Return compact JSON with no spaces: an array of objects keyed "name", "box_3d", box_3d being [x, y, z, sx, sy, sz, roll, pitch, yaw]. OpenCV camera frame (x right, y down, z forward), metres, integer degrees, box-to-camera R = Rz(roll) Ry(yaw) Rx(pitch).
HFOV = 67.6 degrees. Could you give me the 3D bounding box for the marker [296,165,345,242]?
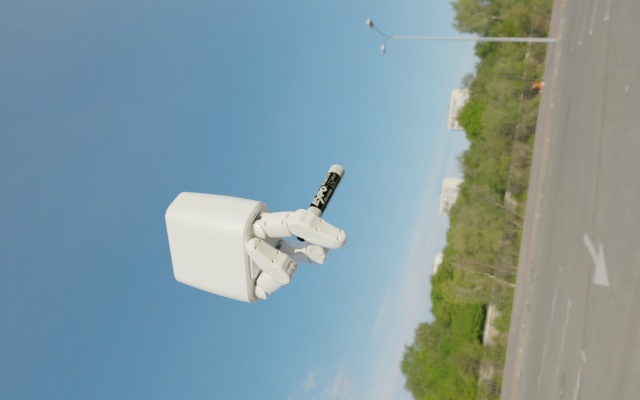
[{"name":"marker","box_3d":[0.000,0.002,0.539,0.020,0.020,0.121,0,40,27]}]
